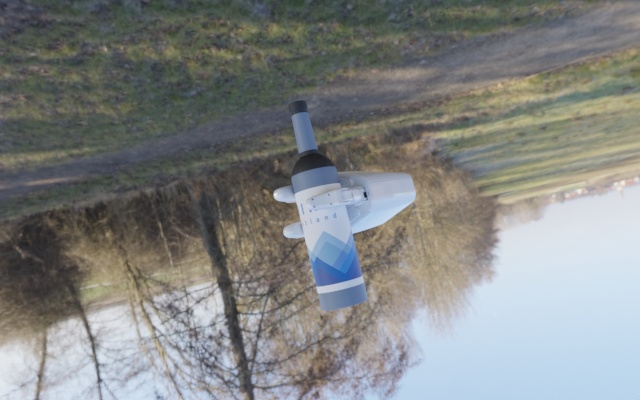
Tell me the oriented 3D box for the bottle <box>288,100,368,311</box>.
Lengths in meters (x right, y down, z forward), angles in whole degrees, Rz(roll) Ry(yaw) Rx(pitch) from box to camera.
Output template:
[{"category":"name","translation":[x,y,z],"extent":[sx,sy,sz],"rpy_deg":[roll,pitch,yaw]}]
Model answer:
[{"category":"bottle","translation":[0.000,0.002,0.678],"extent":[0.069,0.295,0.069],"rpy_deg":[-13,-5,-1]}]
